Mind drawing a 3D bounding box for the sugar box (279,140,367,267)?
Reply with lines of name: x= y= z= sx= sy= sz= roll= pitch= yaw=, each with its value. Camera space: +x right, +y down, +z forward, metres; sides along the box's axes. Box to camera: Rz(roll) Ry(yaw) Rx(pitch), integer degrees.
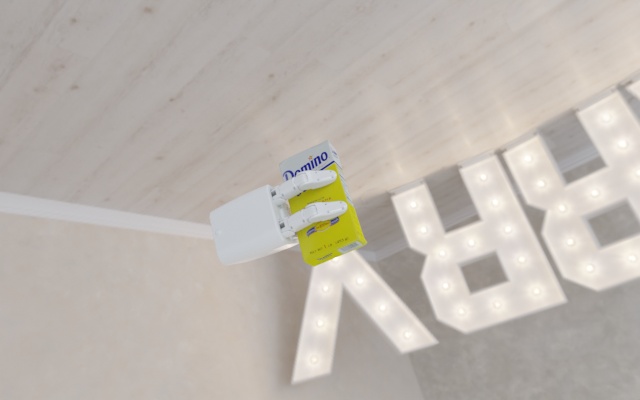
sugar box: x=0.000 y=0.002 z=0.737 sx=0.093 sy=0.176 sz=0.048 roll=-24 pitch=-25 yaw=14
